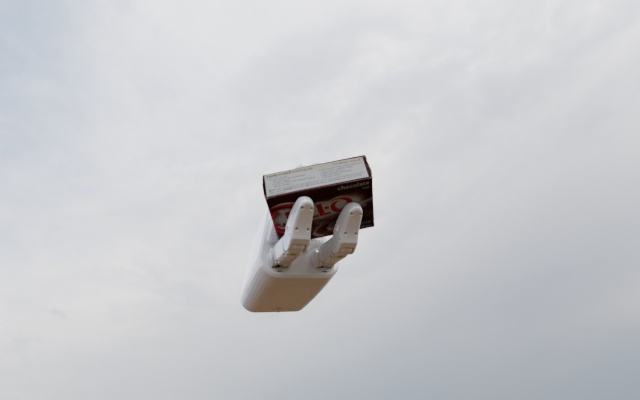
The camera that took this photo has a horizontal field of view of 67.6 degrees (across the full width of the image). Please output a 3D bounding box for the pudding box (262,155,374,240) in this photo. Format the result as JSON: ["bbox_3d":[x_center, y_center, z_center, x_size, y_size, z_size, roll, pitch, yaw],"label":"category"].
[{"bbox_3d":[0.000,0.002,0.519,0.113,0.039,0.090,-13,-36,-2],"label":"pudding box"}]
